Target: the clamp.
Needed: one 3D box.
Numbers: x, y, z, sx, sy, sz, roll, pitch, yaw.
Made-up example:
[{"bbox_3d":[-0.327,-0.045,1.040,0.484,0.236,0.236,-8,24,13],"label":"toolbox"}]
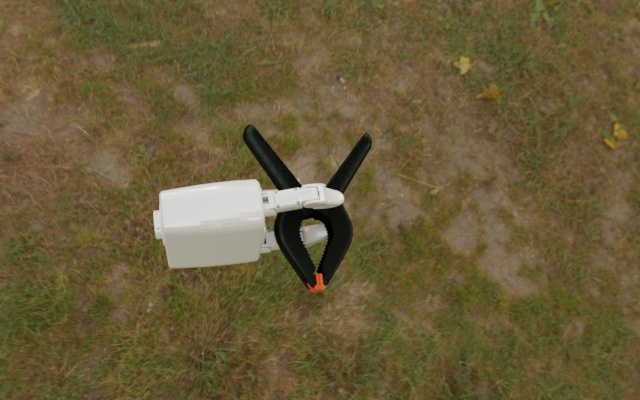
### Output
[{"bbox_3d":[0.000,0.002,0.576,0.164,0.210,0.036,-6,-16,-16],"label":"clamp"}]
